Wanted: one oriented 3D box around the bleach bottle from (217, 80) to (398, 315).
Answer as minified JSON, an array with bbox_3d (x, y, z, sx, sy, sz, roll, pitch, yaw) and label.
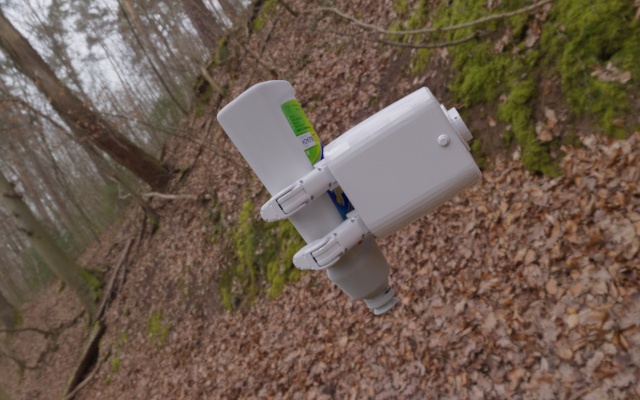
[{"bbox_3d":[0.000,0.002,0.485,0.068,0.251,0.102,-32,5,19],"label":"bleach bottle"}]
